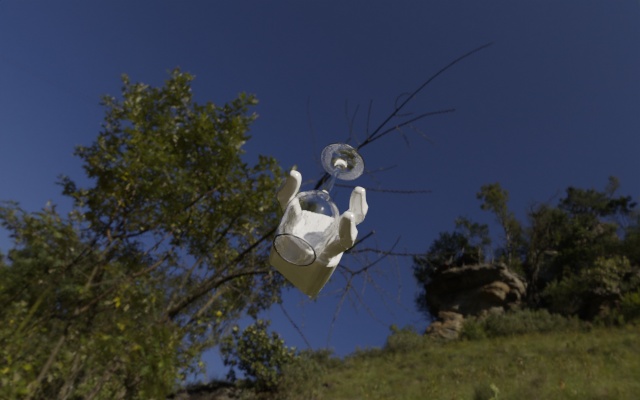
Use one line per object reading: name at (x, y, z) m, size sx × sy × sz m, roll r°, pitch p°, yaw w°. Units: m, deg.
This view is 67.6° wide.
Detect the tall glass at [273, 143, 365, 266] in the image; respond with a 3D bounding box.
tall glass at (0.000, 0.002, 0.700) m, size 0.079 × 0.079 × 0.201 m, roll 0°, pitch 40°, yaw 28°
